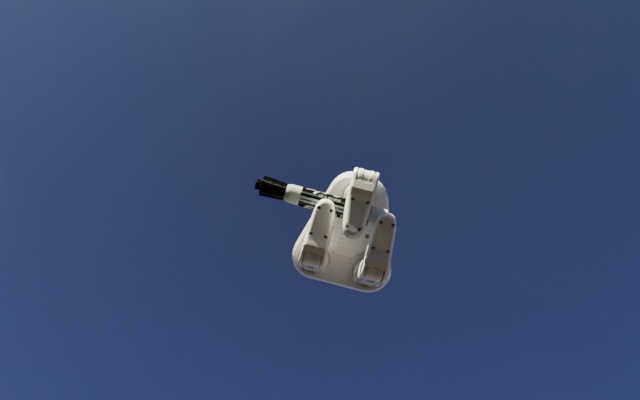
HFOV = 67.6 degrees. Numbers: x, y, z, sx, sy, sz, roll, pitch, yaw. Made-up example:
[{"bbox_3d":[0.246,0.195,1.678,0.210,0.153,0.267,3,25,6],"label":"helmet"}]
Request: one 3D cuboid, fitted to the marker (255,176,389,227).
[{"bbox_3d":[0.000,0.001,0.427,0.121,0.020,0.020,16,1,2],"label":"marker"}]
